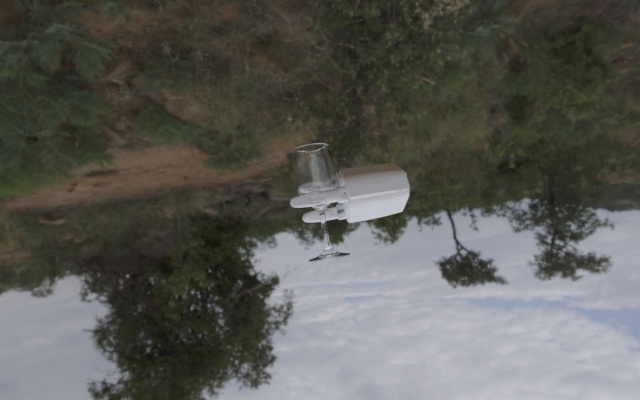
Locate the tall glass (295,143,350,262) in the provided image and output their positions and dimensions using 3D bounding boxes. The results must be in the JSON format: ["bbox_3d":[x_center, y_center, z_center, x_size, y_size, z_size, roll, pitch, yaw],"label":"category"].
[{"bbox_3d":[0.000,0.003,0.844,0.079,0.201,0.079,-10,-3,0],"label":"tall glass"}]
